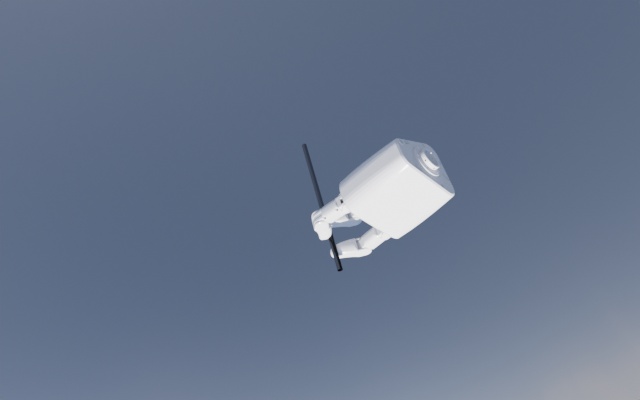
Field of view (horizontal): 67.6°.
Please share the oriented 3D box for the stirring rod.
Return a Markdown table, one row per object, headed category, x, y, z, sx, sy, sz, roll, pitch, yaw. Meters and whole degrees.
| category | x | y | z | sx | sy | sz | roll | pitch | yaw |
| --- | --- | --- | --- | --- | --- | --- | --- | --- | --- |
| stirring rod | 0.000 | 0.002 | 0.741 | 0.011 | 0.239 | 0.011 | -11 | -34 | -8 |
